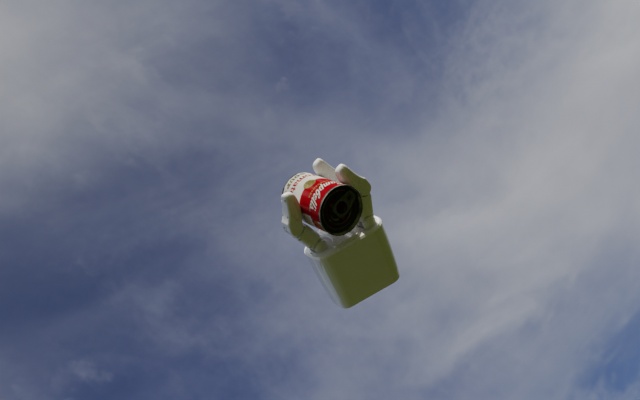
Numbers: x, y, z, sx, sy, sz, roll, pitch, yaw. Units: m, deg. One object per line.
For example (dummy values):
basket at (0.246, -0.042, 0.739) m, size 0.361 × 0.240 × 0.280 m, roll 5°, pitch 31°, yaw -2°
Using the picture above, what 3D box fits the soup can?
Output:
soup can at (0.000, 0.002, 0.652) m, size 0.068 × 0.068 × 0.102 m, roll 0°, pitch 12°, yaw -34°
